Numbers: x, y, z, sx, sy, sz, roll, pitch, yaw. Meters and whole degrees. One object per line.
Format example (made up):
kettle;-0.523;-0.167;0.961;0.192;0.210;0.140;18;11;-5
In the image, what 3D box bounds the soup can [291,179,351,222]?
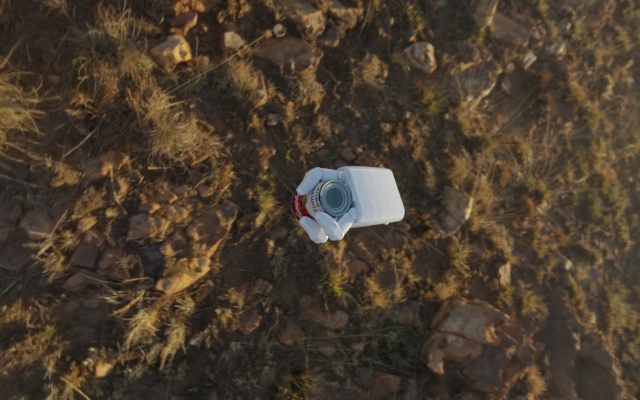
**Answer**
soup can;0.000;0.003;0.861;0.068;0.068;0.102;0;-8;-32
